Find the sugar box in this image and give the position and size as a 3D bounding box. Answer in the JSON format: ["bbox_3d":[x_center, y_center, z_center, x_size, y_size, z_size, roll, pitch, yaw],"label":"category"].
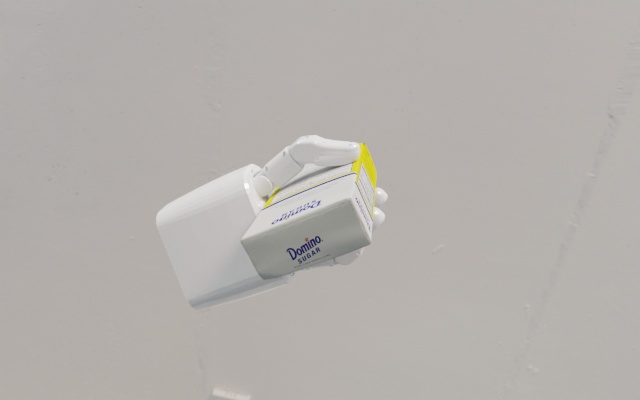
[{"bbox_3d":[0.000,0.002,0.427,0.093,0.048,0.176,-21,18,16],"label":"sugar box"}]
